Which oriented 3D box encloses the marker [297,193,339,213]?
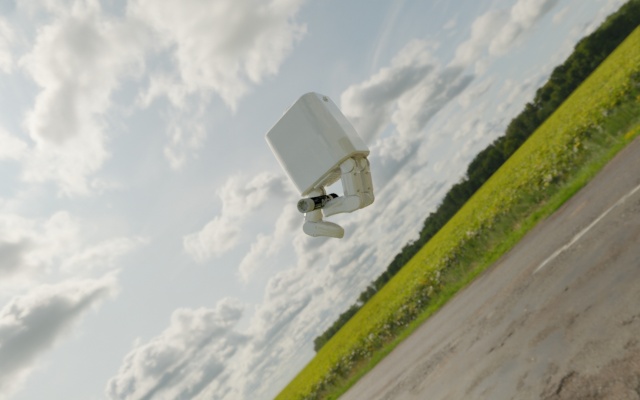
[{"bbox_3d":[0.000,0.002,0.651,0.020,0.020,0.121,0,5,21],"label":"marker"}]
